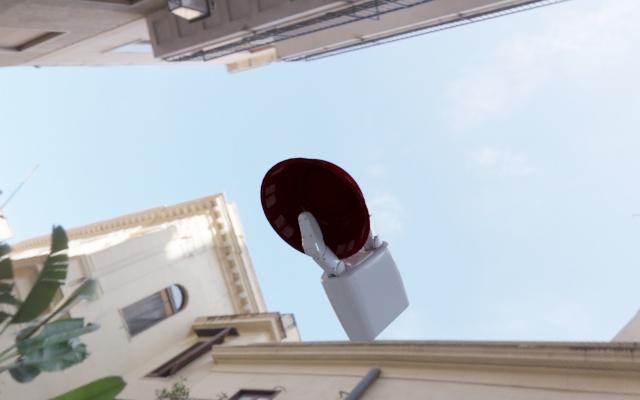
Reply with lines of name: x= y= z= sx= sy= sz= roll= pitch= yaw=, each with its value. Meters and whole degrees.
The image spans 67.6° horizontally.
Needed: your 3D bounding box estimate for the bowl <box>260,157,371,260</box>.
bowl: x=0.000 y=0.001 z=0.650 sx=0.162 sy=0.162 sz=0.055 roll=0 pitch=32 yaw=29
